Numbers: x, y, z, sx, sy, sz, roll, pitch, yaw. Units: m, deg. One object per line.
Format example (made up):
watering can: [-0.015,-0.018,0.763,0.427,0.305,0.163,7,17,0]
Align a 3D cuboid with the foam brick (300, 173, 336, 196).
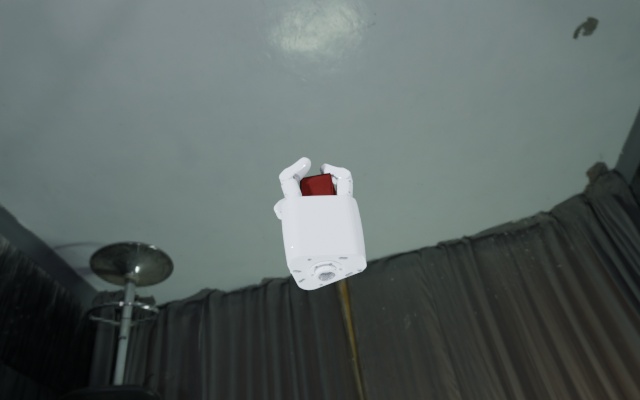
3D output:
foam brick: [0.000,0.003,0.766,0.053,0.051,0.078,-11,-40,8]
